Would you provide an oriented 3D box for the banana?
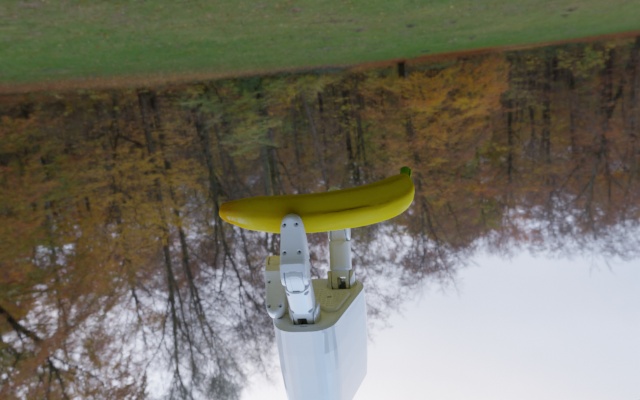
[{"bbox_3d":[0.009,0.005,0.439,0.198,0.037,0.069,-10,15,-16],"label":"banana"}]
